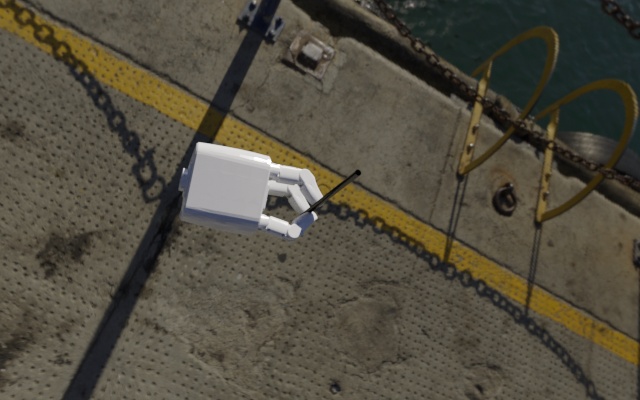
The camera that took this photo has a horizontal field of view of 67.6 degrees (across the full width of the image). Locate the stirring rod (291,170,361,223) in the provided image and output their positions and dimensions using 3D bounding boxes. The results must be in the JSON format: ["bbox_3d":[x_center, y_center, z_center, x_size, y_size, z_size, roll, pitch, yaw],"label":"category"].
[{"bbox_3d":[0.000,0.002,0.683,0.011,0.011,0.239,0,-17,-23],"label":"stirring rod"}]
